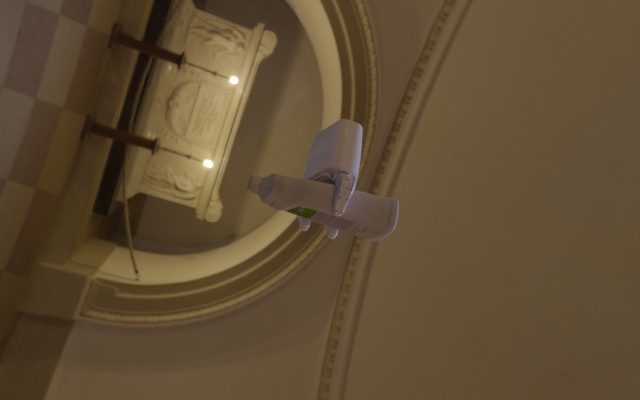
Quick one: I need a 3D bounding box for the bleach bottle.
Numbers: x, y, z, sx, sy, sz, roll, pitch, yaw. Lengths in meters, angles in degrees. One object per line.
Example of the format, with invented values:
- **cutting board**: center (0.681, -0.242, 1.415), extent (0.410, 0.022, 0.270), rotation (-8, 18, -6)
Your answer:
- **bleach bottle**: center (0.000, 0.003, 0.821), extent (0.251, 0.068, 0.103), rotation (17, -25, -14)
